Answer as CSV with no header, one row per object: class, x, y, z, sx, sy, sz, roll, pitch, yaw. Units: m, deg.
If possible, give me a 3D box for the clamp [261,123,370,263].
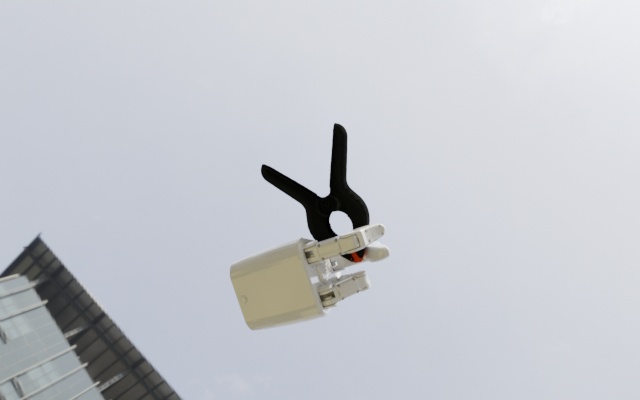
clamp,0.000,0.002,0.599,0.120,0.171,0.039,-19,0,19
